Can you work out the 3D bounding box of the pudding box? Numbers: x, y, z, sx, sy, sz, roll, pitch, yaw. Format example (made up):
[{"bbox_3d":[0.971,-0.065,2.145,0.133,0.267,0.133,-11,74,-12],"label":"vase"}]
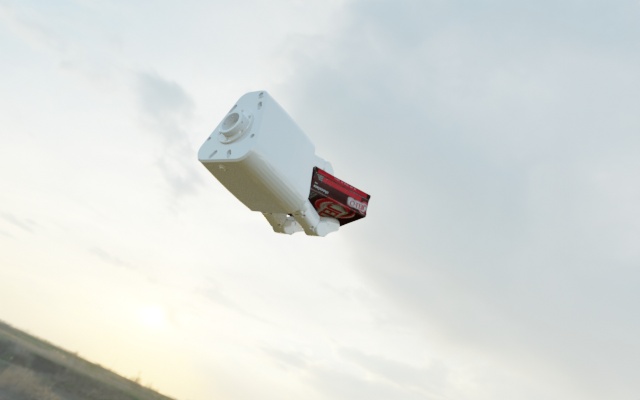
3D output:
[{"bbox_3d":[0.000,0.002,0.649,0.090,0.039,0.113,28,-24,-20],"label":"pudding box"}]
